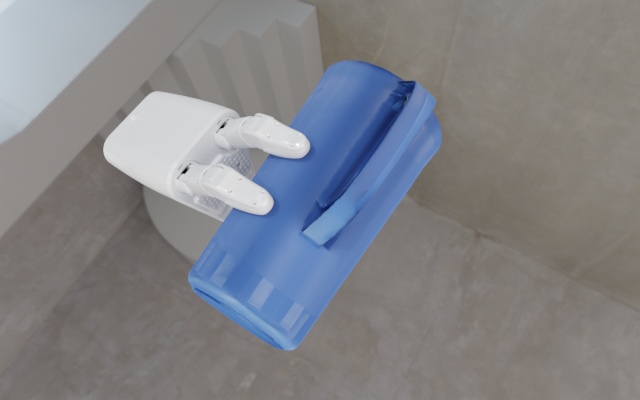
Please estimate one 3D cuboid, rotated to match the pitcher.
[{"bbox_3d":[0.000,0.001,0.419,0.145,0.242,0.149,23,-23,29],"label":"pitcher"}]
